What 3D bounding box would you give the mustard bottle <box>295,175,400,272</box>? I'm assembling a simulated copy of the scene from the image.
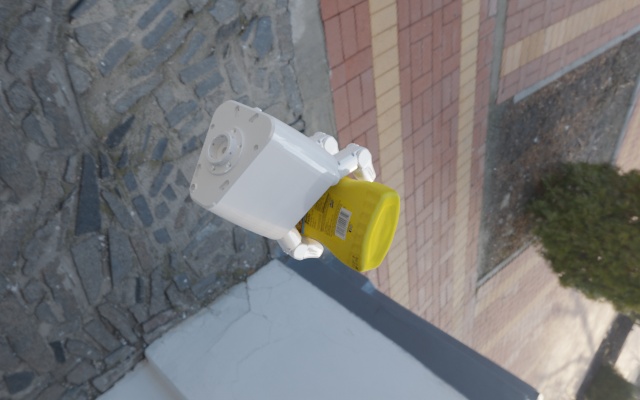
[{"bbox_3d":[0.000,0.002,0.570,0.058,0.096,0.191,-7,26,-46],"label":"mustard bottle"}]
